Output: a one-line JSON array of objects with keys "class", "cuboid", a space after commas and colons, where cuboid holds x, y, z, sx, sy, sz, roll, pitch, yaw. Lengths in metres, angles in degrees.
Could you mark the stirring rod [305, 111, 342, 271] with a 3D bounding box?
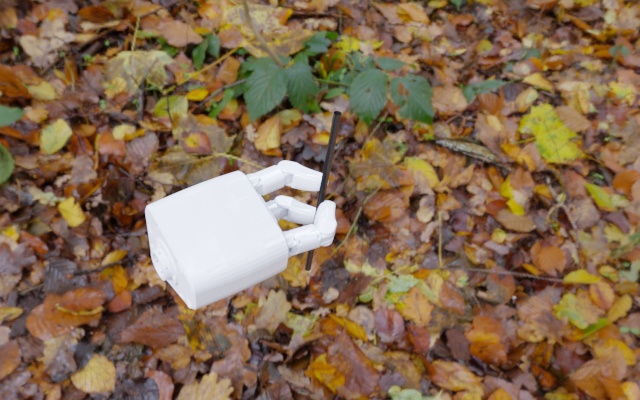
[{"class": "stirring rod", "cuboid": [0.000, 0.002, 0.552, 0.011, 0.240, 0.011, 6, 42, -5]}]
